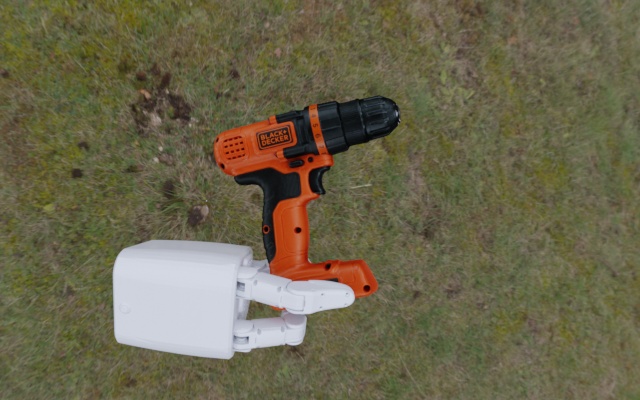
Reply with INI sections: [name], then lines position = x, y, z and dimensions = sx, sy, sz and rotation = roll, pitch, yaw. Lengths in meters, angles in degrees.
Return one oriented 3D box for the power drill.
[power drill]
position = 0.000, 0.002, 0.461
dimensions = 0.184, 0.187, 0.057
rotation = -12, -5, 10
